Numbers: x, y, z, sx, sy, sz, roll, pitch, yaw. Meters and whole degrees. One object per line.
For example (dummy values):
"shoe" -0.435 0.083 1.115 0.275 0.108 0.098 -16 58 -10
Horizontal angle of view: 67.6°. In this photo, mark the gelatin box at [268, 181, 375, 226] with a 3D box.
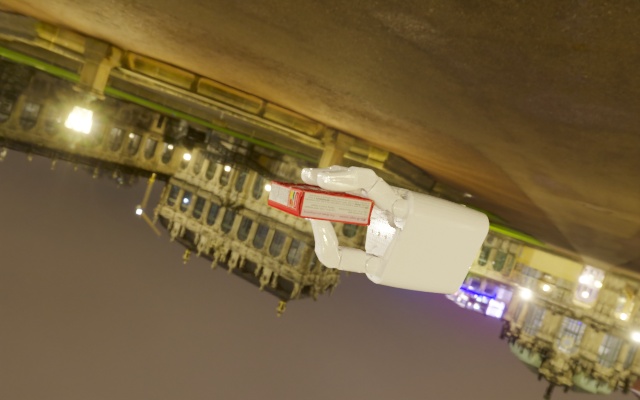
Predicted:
"gelatin box" 0.000 0.002 0.502 0.089 0.030 0.073 7 6 -31
